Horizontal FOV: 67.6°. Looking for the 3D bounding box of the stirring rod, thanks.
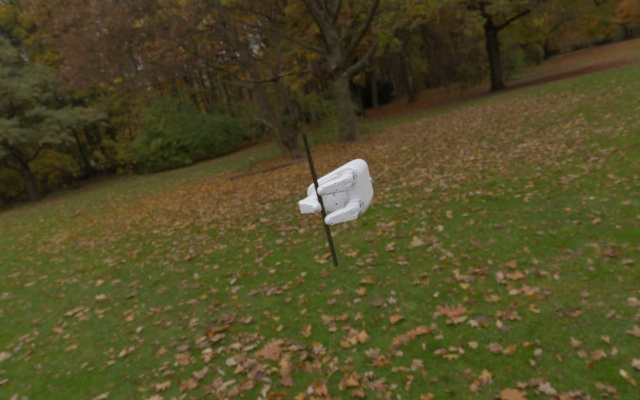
[{"bbox_3d":[0.000,0.003,0.833,0.011,0.239,0.011,-13,11,3],"label":"stirring rod"}]
